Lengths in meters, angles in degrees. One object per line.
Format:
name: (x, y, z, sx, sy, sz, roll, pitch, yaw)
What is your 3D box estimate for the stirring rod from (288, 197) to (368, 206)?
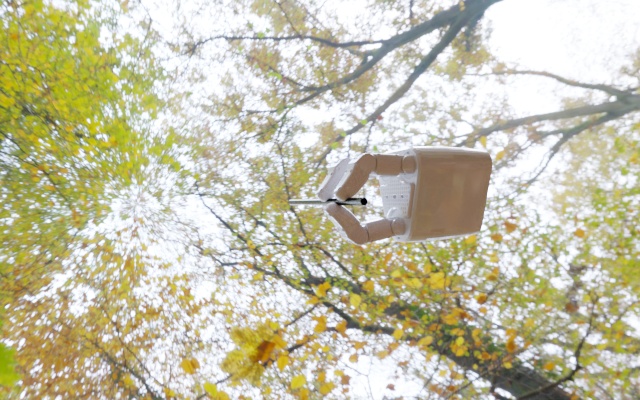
stirring rod: (0.000, 0.002, 0.583, 0.011, 0.011, 0.239, 0, 0, -21)
